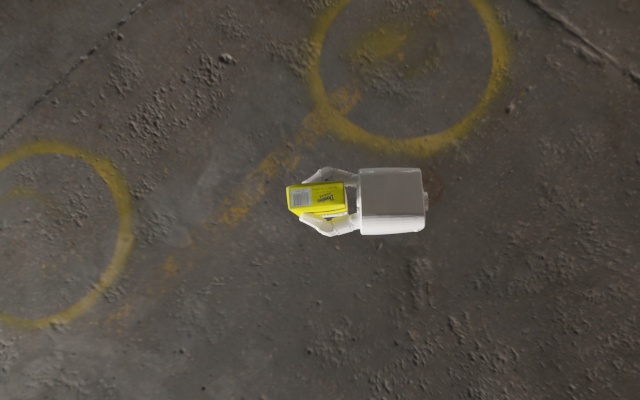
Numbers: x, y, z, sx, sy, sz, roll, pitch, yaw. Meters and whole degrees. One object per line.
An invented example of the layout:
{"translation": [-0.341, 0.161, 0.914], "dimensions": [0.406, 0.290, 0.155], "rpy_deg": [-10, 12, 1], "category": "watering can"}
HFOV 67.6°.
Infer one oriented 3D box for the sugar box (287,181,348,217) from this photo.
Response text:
{"translation": [0.000, 0.003, 0.840], "dimensions": [0.093, 0.048, 0.176], "rpy_deg": [-5, -10, 5], "category": "sugar box"}
